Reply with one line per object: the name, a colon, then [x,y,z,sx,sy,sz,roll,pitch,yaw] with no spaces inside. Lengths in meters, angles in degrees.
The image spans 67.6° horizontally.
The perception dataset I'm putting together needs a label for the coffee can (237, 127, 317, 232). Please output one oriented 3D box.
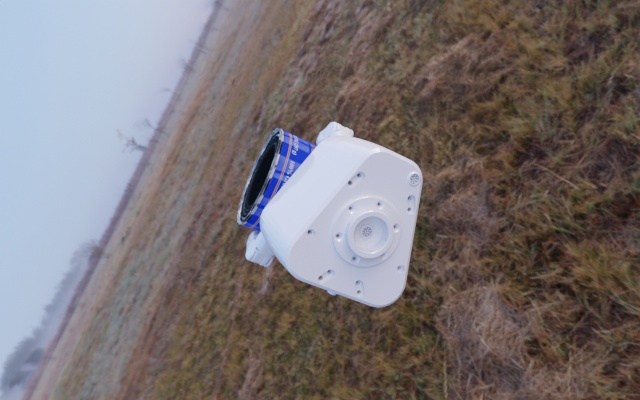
coffee can: [0.000,0.002,0.486,0.140,0.103,0.103,23,-7,-17]
